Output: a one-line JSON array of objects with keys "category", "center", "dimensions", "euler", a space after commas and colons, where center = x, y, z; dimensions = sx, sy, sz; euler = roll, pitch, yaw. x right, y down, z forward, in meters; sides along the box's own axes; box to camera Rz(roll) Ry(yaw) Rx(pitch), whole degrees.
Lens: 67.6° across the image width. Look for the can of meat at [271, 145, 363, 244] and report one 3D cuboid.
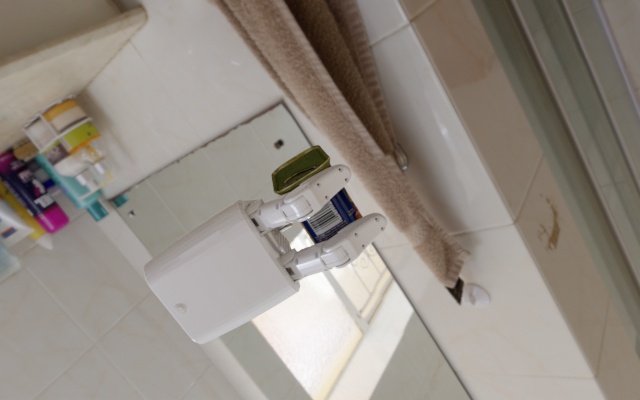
[{"category": "can of meat", "center": [0.000, 0.002, 0.457], "dimensions": [0.057, 0.084, 0.102], "euler": [-32, 16, 1]}]
